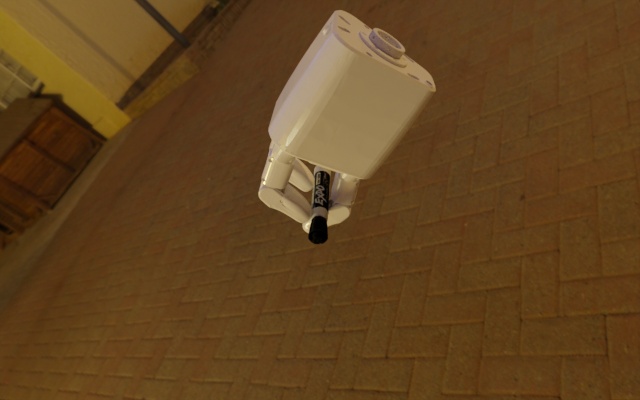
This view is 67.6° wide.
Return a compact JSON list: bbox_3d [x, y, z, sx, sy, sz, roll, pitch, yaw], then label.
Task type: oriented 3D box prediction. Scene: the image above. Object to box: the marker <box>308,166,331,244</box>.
[{"bbox_3d":[0.000,0.002,0.490,0.020,0.020,0.121,0,36,3],"label":"marker"}]
